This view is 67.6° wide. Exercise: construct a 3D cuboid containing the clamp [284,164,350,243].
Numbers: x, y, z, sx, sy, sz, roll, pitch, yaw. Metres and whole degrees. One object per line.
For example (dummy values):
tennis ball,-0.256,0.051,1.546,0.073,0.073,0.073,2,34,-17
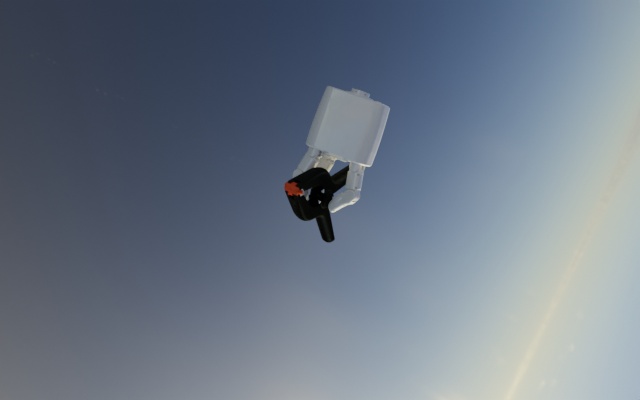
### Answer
clamp,0.001,0.003,0.837,0.036,0.164,0.210,24,12,29
